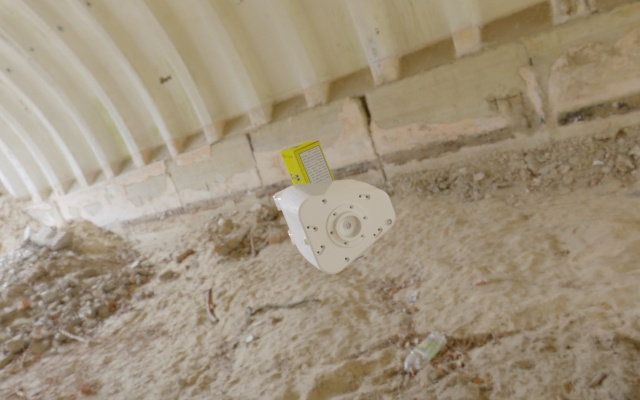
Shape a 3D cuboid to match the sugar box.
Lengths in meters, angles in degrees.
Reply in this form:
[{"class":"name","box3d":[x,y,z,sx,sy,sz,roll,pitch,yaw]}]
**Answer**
[{"class":"sugar box","box3d":[0.000,0.002,0.691,0.048,0.176,0.093,-22,11,-13]}]
